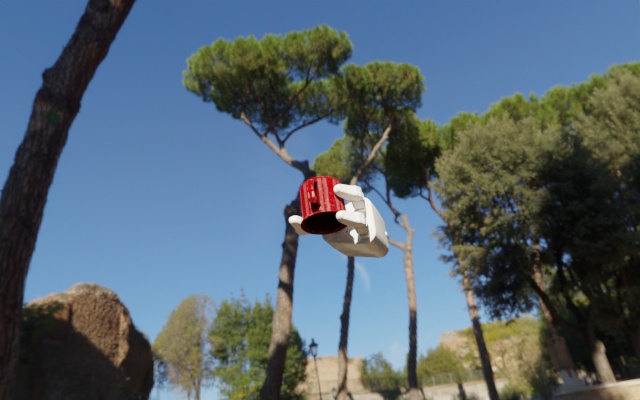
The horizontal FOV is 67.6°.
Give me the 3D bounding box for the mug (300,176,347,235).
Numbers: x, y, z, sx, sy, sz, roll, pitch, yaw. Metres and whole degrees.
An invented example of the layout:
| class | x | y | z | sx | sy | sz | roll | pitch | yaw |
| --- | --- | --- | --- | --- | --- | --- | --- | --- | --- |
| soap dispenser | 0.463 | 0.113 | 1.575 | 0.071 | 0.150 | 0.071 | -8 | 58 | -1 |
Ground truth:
| class | x | y | z | sx | sy | sz | roll | pitch | yaw |
| --- | --- | --- | --- | --- | --- | --- | --- | --- | --- |
| mug | -0.001 | 0.002 | 0.888 | 0.093 | 0.081 | 0.117 | -17 | -31 | 16 |
